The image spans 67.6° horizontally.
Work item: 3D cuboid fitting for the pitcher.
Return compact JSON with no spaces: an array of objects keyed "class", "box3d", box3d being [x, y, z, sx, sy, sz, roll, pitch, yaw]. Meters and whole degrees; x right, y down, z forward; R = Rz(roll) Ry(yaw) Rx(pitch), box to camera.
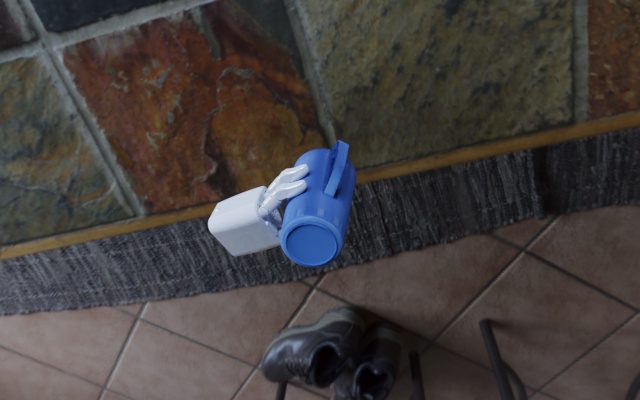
[{"class":"pitcher","box3d":[0.000,0.003,0.892,0.145,0.149,0.242,-15,29,15]}]
